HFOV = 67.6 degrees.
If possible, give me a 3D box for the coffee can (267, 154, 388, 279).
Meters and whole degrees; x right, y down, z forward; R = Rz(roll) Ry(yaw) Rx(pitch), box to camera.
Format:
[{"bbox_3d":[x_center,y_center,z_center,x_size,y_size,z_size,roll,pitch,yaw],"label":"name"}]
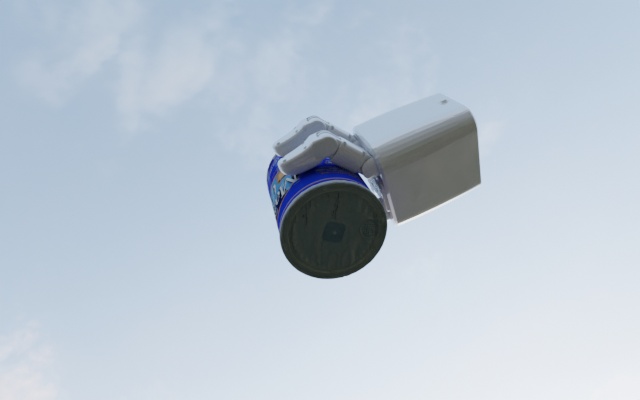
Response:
[{"bbox_3d":[0.000,0.002,0.504,0.103,0.103,0.140,0,25,-12],"label":"coffee can"}]
